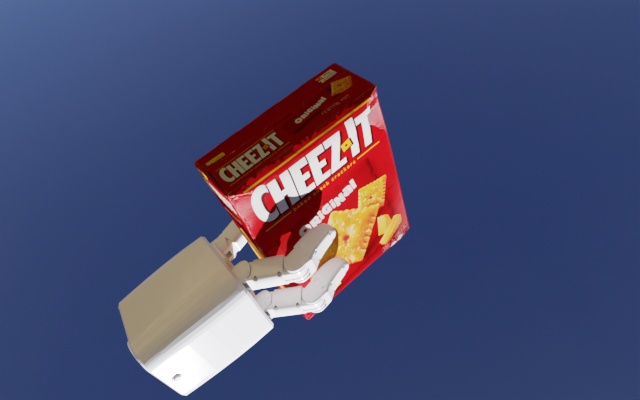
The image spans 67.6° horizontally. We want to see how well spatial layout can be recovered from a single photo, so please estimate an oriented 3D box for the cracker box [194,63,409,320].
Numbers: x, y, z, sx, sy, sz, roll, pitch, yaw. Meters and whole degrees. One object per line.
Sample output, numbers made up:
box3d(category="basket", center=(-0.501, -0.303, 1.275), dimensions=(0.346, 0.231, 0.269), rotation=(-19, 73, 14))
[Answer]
box3d(category="cracker box", center=(0.000, 0.002, 0.484), dimensions=(0.164, 0.214, 0.072), rotation=(-39, 49, -14))
